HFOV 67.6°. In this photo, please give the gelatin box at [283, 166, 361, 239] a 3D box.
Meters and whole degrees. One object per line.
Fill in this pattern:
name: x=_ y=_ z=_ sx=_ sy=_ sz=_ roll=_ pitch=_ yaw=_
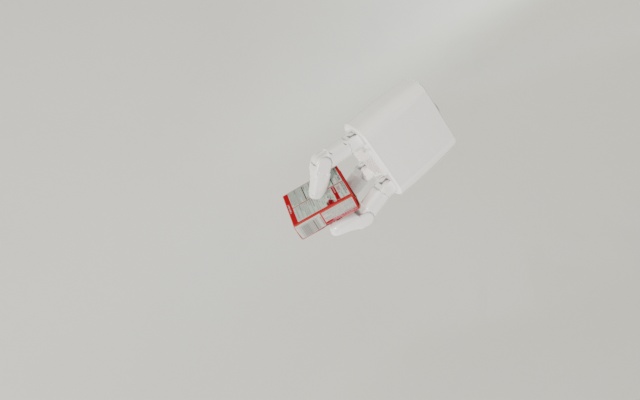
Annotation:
gelatin box: x=0.000 y=0.002 z=0.636 sx=0.089 sy=0.030 sz=0.073 roll=-29 pitch=37 yaw=2
